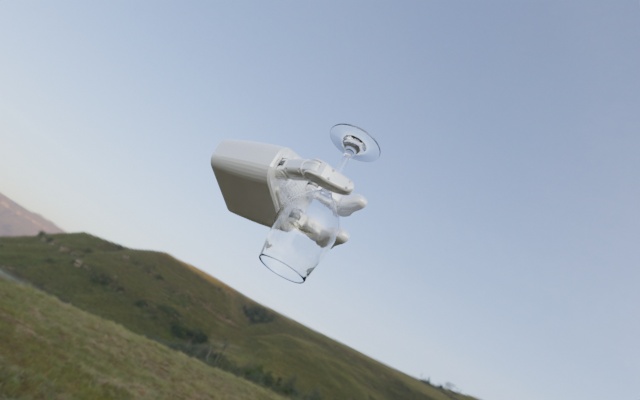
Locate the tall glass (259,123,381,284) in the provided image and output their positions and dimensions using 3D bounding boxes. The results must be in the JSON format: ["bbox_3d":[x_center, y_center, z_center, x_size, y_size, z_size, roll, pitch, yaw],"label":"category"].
[{"bbox_3d":[0.001,0.001,0.595,0.079,0.201,0.079,24,-25,12],"label":"tall glass"}]
